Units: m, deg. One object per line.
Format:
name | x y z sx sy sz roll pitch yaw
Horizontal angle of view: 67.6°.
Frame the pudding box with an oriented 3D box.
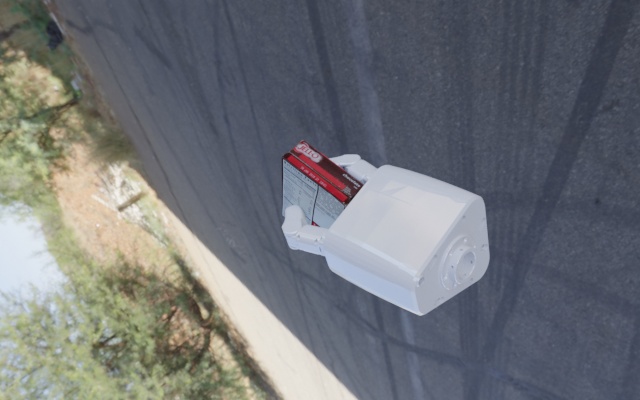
pudding box | 0.000 0.002 0.521 0.090 0.114 0.039 39 59 21
